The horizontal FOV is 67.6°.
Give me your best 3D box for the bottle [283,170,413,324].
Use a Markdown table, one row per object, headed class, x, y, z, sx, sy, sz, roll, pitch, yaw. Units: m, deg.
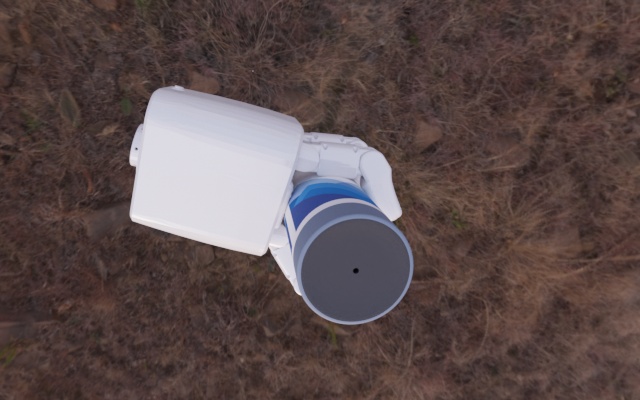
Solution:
| class | x | y | z | sx | sy | sz | roll | pitch | yaw |
| --- | --- | --- | --- | --- | --- | --- | --- | --- | --- |
| bottle | 0.000 | 0.001 | 0.405 | 0.069 | 0.069 | 0.295 | 0 | 15 | -8 |
